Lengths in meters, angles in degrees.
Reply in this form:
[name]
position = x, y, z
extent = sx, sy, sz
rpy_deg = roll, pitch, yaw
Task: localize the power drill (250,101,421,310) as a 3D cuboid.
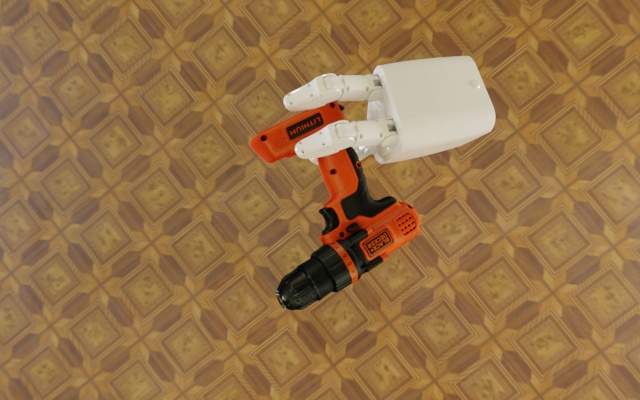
[power drill]
position = 0.000, 0.001, 0.517
extent = 0.184, 0.187, 0.057
rpy_deg = -30, 6, -21
